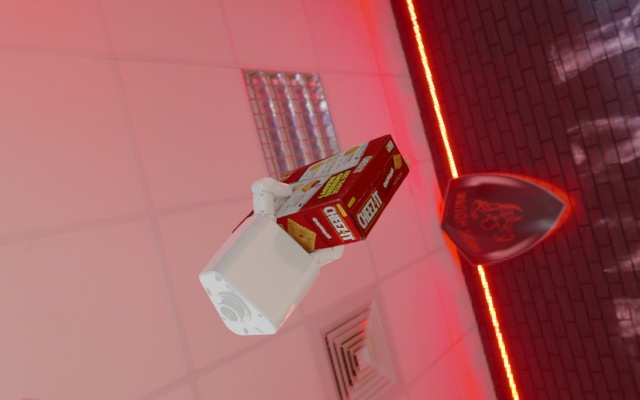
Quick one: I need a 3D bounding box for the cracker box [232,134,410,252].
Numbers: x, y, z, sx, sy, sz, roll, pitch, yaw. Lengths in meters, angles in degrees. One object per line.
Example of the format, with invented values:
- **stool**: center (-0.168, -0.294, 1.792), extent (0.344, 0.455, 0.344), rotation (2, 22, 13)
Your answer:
- **cracker box**: center (0.000, 0.002, 0.678), extent (0.214, 0.072, 0.164), rotation (-16, 25, 42)
